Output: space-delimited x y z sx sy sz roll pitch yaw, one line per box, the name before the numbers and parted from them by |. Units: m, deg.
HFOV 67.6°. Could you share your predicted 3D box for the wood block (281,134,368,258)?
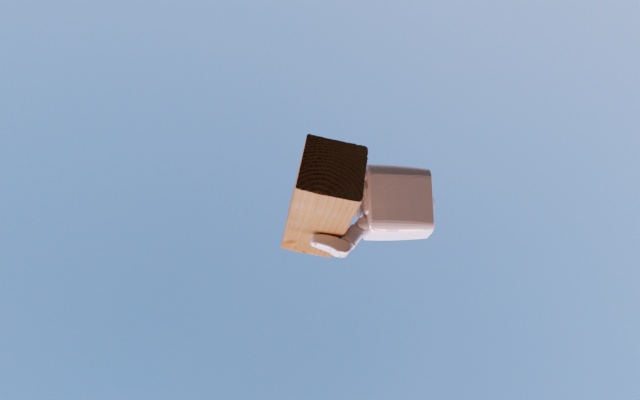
wood block | 0.000 0.003 0.719 0.090 0.090 0.206 12 -29 -4
